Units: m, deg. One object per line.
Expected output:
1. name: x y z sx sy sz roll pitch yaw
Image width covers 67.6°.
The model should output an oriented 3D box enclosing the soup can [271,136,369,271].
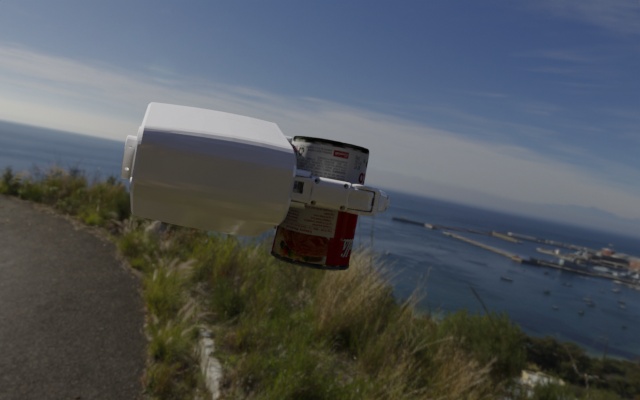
1. soup can: 0.001 0.001 0.405 0.068 0.102 0.068 10 3 -1
